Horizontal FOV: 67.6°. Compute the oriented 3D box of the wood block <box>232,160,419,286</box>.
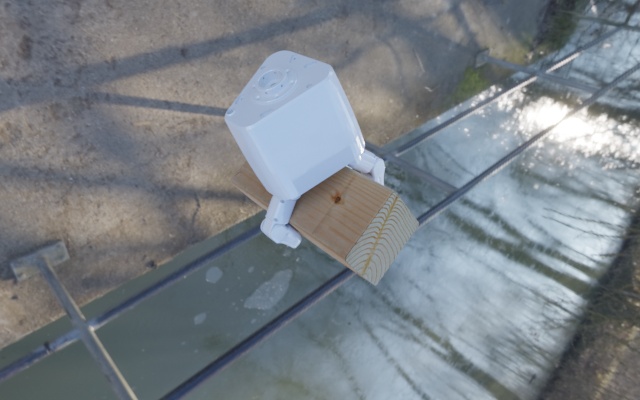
[{"bbox_3d":[0.000,0.002,0.578,0.206,0.091,0.090,32,-8,38],"label":"wood block"}]
